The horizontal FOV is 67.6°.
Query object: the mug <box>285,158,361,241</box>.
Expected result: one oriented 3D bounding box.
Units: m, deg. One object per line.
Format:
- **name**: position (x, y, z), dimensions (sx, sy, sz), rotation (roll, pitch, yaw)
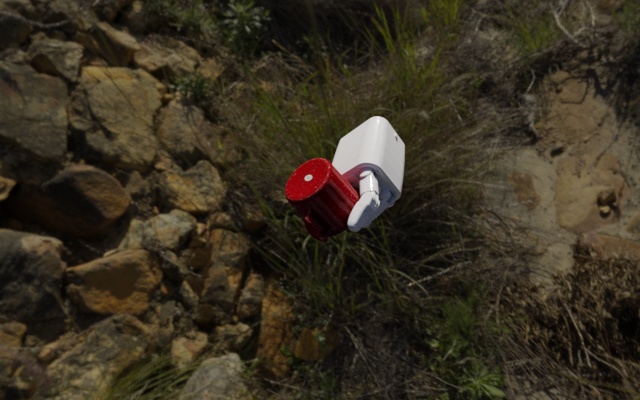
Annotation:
- **mug**: position (0.000, 0.003, 0.686), dimensions (0.093, 0.117, 0.081), rotation (-14, -44, 34)
